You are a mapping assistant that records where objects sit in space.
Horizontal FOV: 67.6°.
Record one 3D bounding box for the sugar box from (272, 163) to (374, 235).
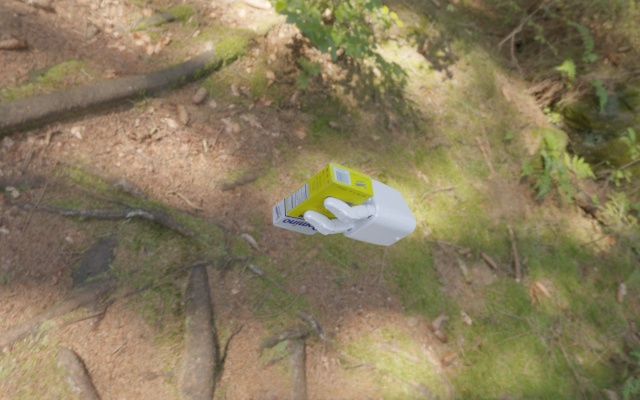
[{"bbox_3d":[0.000,0.003,0.844,0.093,0.048,0.176,18,-39,-34],"label":"sugar box"}]
